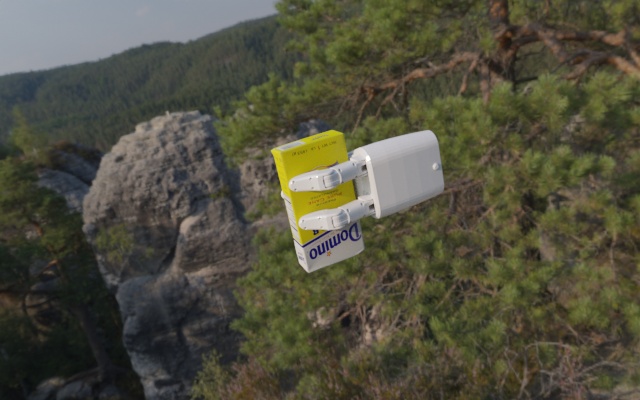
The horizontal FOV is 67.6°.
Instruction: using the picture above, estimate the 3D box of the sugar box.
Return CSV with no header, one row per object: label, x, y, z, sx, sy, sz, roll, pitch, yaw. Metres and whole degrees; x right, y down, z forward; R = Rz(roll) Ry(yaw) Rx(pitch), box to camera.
sugar box,0.000,0.002,0.652,0.093,0.176,0.048,-19,19,-17
